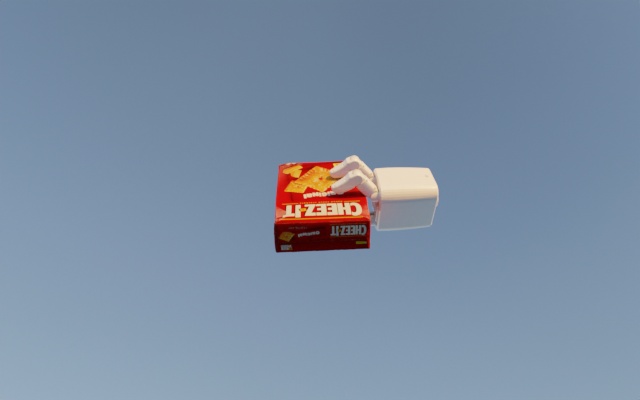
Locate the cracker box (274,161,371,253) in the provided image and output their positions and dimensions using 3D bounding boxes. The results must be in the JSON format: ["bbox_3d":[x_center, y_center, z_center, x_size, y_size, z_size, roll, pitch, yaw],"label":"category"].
[{"bbox_3d":[0.000,0.003,0.887,0.164,0.072,0.213,-3,32,-1],"label":"cracker box"}]
